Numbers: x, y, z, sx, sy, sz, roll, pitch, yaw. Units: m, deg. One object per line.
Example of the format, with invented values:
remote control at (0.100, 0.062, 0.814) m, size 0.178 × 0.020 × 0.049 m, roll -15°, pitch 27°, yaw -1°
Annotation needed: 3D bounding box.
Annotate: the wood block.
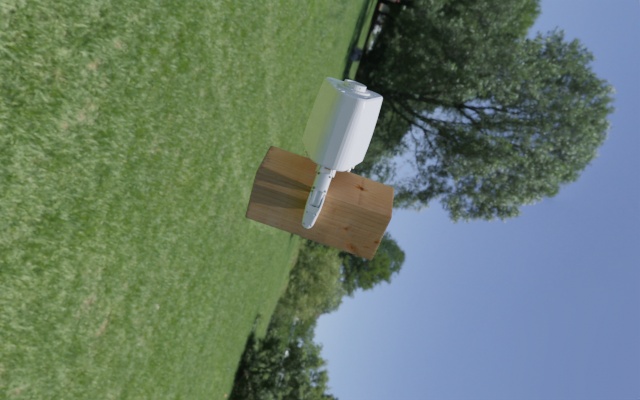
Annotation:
wood block at (0.000, 0.002, 0.742) m, size 0.206 × 0.090 × 0.090 m, roll 19°, pitch 35°, yaw -1°
